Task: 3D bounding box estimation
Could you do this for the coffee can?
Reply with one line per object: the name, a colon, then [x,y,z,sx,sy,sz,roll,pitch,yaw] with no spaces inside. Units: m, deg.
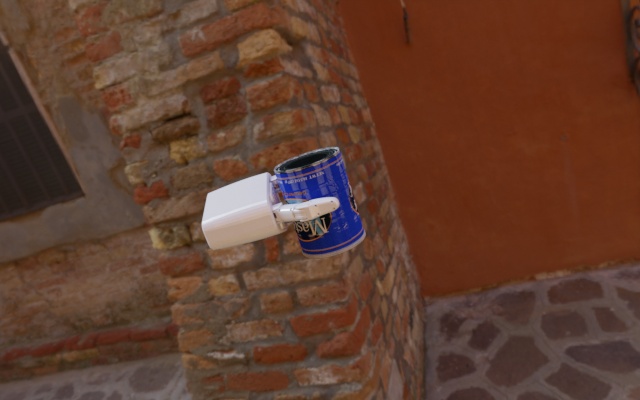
coffee can: [0.000,0.002,0.722,0.103,0.140,0.102,-17,16,5]
